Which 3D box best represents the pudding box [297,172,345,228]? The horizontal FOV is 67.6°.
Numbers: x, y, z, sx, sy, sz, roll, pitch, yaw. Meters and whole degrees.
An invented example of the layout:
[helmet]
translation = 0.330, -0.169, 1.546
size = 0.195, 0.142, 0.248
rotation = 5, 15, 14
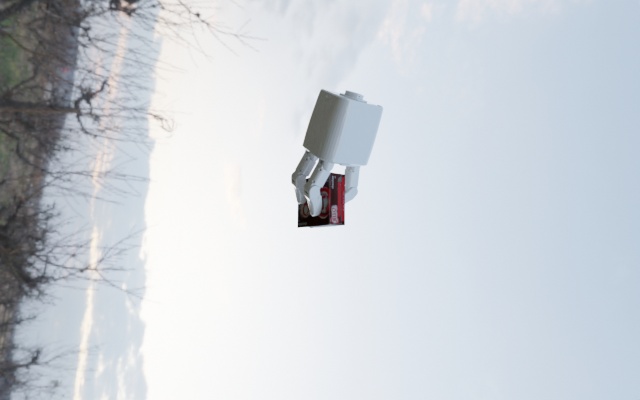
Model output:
[pudding box]
translation = 0.000, 0.003, 0.850
size = 0.039, 0.090, 0.113
rotation = 6, -9, -29
